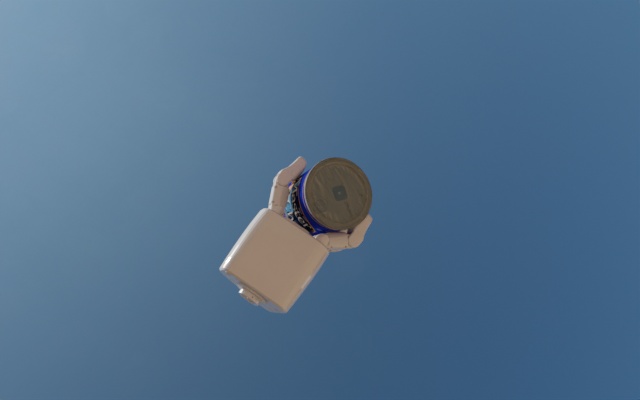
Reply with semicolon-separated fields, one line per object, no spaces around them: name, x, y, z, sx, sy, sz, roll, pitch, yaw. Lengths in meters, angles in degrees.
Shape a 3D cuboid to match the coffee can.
coffee can;0.000;0.002;0.721;0.103;0.103;0.140;0;-11;-23
